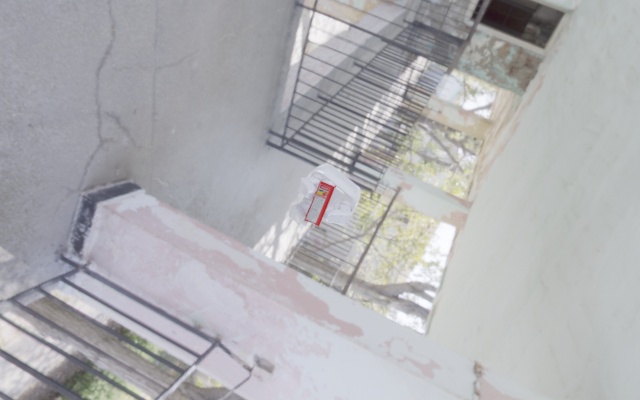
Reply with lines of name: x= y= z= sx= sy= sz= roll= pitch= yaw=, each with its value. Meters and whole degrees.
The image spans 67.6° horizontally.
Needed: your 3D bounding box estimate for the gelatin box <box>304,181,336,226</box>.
gelatin box: x=0.001 y=0.003 z=0.838 sx=0.030 sy=0.073 sz=0.089 roll=23 pitch=5 yaw=1
